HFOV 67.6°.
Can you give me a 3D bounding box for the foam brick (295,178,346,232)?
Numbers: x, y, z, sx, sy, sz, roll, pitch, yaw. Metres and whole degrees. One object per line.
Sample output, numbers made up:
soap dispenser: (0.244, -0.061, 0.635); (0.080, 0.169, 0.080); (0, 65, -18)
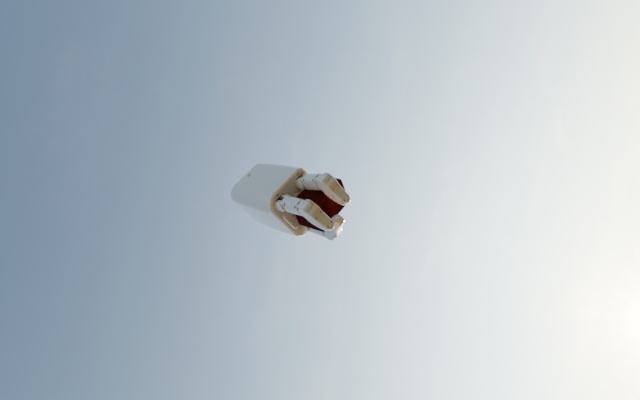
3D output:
foam brick: (0.000, 0.002, 0.783); (0.051, 0.053, 0.078); (16, 50, 36)
